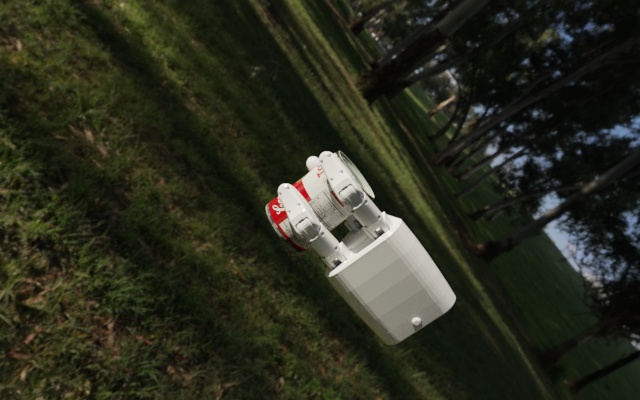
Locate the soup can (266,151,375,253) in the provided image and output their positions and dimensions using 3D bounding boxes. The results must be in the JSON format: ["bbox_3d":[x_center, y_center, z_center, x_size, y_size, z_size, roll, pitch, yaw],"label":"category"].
[{"bbox_3d":[0.000,0.001,0.527,0.102,0.068,0.068,-37,-9,13],"label":"soup can"}]
